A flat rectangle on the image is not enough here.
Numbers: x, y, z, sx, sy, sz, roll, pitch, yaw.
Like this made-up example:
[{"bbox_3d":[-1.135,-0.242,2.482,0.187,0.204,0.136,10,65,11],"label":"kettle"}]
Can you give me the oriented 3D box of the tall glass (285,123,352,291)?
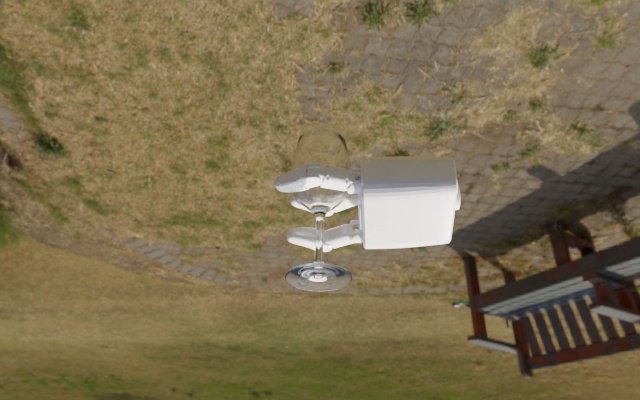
[{"bbox_3d":[0.000,0.002,0.577,0.079,0.201,0.079,1,-32,0],"label":"tall glass"}]
